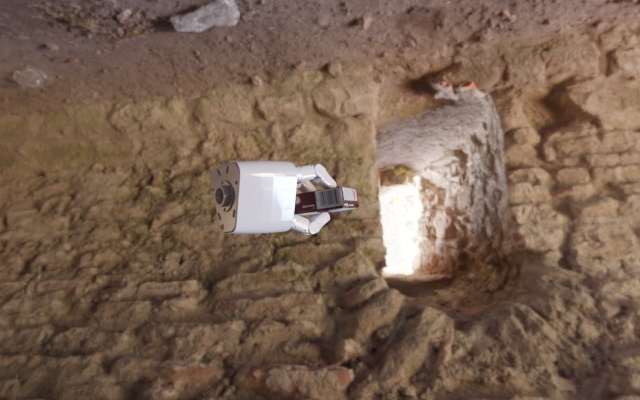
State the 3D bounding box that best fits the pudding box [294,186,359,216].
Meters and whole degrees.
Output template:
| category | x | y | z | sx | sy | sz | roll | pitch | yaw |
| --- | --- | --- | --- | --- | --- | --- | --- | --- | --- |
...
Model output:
| category | x | y | z | sx | sy | sz | roll | pitch | yaw |
| --- | --- | --- | --- | --- | --- | --- | --- | --- | --- |
| pudding box | 0.000 | 0.003 | 0.827 | 0.113 | 0.039 | 0.090 | -7 | -3 | 21 |
